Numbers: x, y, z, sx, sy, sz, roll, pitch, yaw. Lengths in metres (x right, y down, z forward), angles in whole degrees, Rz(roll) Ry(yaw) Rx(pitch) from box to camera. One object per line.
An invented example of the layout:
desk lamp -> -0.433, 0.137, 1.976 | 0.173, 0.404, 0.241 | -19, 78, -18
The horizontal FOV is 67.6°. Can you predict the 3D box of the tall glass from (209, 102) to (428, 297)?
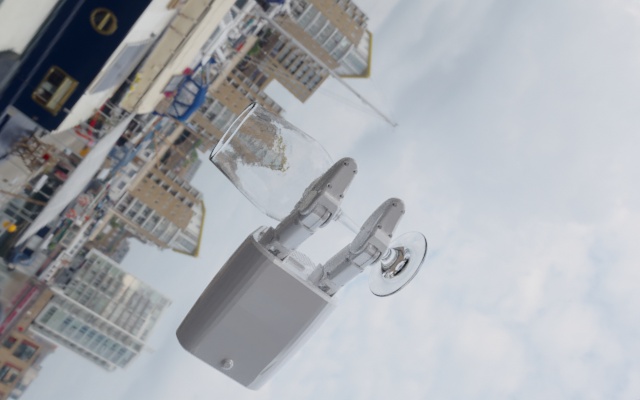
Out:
tall glass -> 0.001, 0.002, 0.425 | 0.201, 0.079, 0.079 | 39, -14, -18
